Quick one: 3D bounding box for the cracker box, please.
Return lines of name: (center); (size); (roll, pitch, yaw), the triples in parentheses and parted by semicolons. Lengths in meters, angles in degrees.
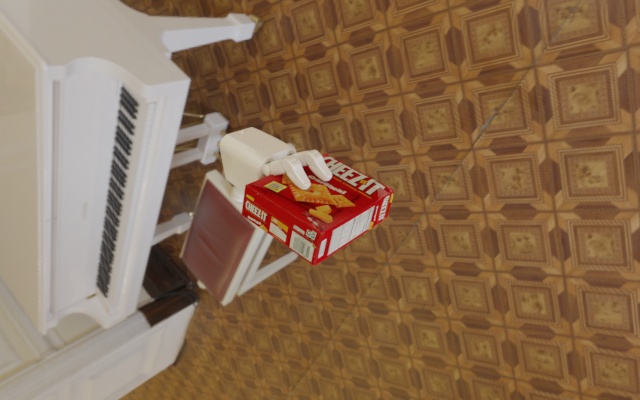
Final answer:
cracker box: (0.000, 0.003, 0.815); (0.164, 0.072, 0.213); (32, 37, 27)
